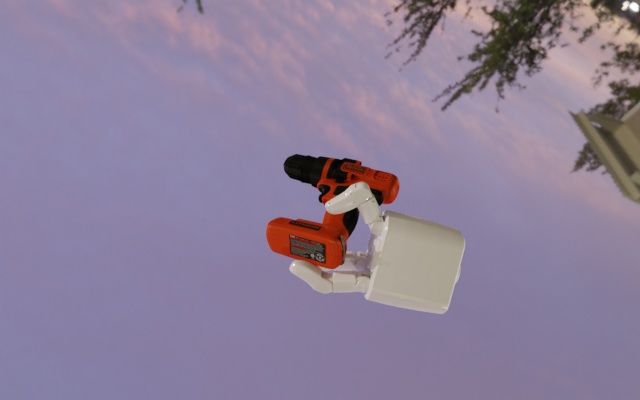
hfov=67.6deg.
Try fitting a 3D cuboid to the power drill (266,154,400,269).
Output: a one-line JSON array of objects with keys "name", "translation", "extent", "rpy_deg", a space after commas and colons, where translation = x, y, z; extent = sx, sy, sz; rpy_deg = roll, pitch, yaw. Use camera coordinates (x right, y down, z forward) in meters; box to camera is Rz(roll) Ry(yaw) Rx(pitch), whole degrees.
[{"name": "power drill", "translation": [0.000, 0.003, 0.672], "extent": [0.184, 0.057, 0.187], "rpy_deg": [13, 42, 21]}]
